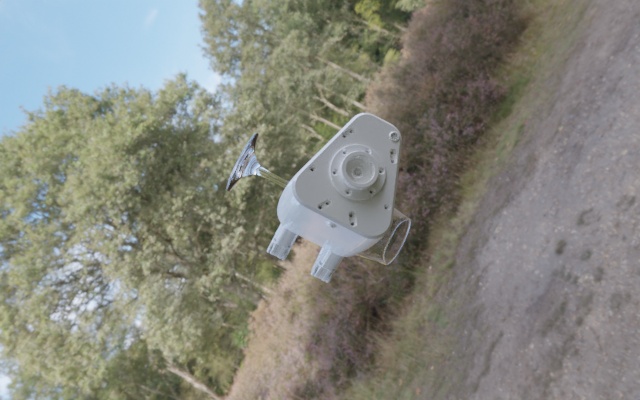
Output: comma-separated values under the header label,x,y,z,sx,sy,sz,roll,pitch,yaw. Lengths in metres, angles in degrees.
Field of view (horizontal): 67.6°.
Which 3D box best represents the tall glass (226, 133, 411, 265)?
label,x,y,z,sx,sy,sz,roll,pitch,yaw
tall glass,-0.001,0.001,0.543,0.201,0.079,0.079,27,-2,-3
